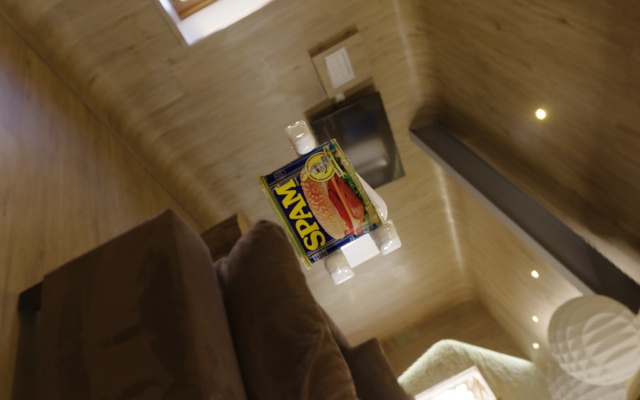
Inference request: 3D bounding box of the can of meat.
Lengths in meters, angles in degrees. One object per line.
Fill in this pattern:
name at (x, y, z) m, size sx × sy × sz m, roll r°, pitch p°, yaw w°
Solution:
can of meat at (0.000, 0.001, 0.465) m, size 0.084 × 0.102 × 0.057 m, roll -29°, pitch 3°, yaw 0°
